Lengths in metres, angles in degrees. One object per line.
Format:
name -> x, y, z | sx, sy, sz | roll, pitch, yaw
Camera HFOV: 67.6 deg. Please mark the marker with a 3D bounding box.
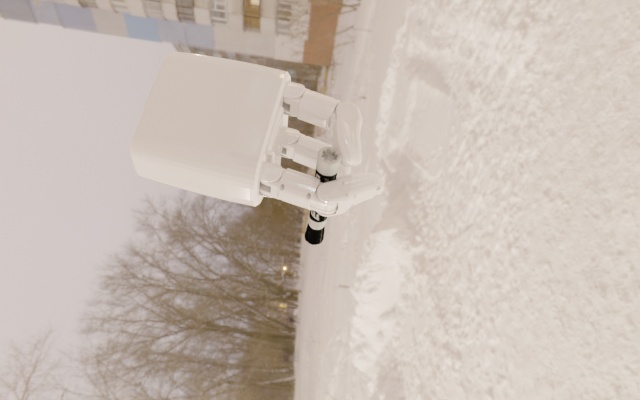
marker -> 0.000, 0.001, 0.417 | 0.020, 0.020, 0.121 | 0, -38, -8
